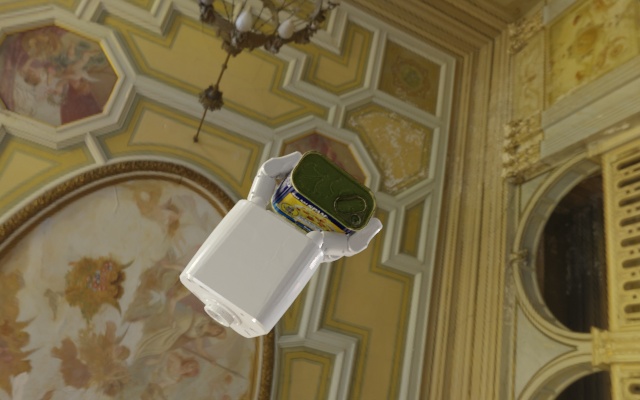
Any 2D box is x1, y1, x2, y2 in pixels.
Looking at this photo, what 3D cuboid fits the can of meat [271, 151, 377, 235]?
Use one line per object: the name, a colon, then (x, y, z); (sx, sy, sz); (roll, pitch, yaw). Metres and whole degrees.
can of meat: (0.000, 0.002, 0.557); (0.102, 0.057, 0.084); (36, -29, -9)
